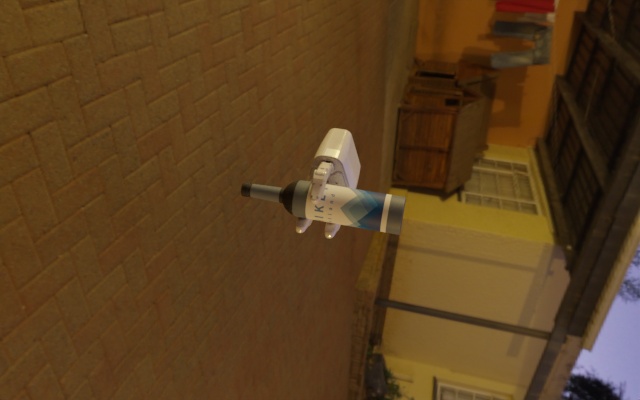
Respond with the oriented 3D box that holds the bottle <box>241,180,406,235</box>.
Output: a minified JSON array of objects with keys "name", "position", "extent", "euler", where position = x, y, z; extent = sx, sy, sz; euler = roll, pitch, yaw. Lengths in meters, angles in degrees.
[{"name":"bottle","position":[0.000,0.003,0.855],"extent":[0.295,0.069,0.069],"euler":[10,2,11]}]
